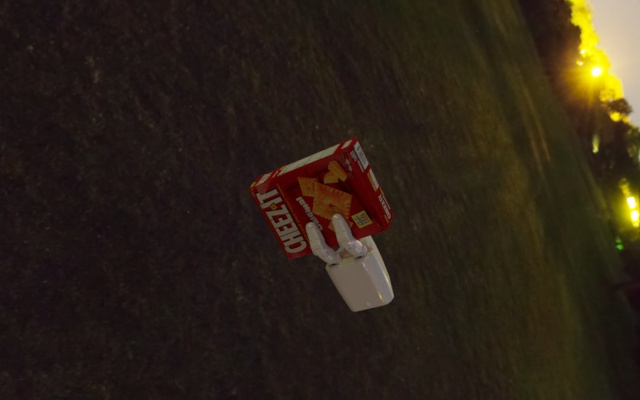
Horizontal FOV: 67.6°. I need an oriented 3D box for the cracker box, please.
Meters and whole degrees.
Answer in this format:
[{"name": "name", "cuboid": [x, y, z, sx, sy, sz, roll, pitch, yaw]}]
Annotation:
[{"name": "cracker box", "cuboid": [0.000, 0.003, 0.869, 0.214, 0.164, 0.072, -20, 17, 26]}]
